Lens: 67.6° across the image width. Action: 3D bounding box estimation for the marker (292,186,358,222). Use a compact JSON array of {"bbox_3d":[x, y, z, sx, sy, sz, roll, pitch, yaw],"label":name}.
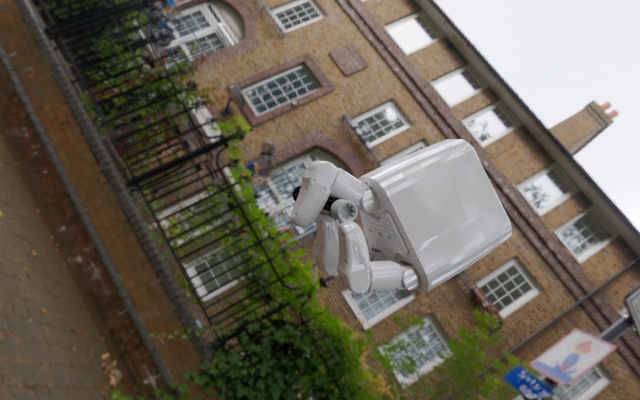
[{"bbox_3d":[0.000,0.001,0.450,0.020,0.020,0.121,0,8,-22],"label":"marker"}]
